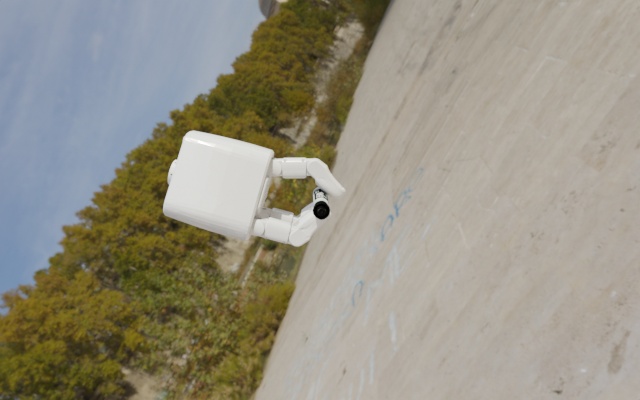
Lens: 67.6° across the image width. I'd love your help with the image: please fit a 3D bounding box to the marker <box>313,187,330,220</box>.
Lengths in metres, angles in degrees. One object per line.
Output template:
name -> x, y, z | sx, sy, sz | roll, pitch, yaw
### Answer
marker -> 0.000, 0.002, 0.566 | 0.020, 0.020, 0.121 | 0, 10, -1
